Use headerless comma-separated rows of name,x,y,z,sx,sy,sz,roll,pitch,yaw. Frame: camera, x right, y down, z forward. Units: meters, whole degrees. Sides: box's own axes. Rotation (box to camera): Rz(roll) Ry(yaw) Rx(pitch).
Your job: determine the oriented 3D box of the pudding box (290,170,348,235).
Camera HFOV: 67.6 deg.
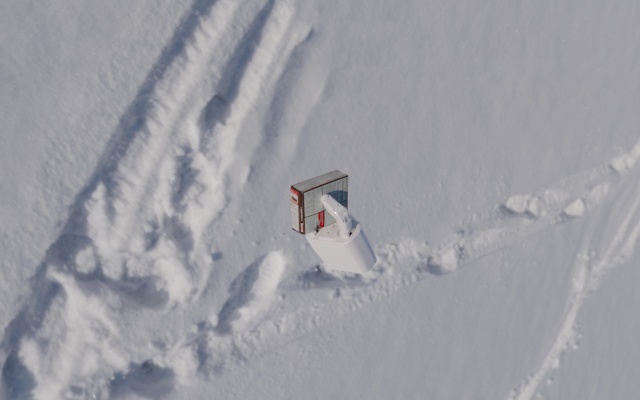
pudding box,0.000,0.003,0.874,0.113,0.090,0.039,-22,32,-37
